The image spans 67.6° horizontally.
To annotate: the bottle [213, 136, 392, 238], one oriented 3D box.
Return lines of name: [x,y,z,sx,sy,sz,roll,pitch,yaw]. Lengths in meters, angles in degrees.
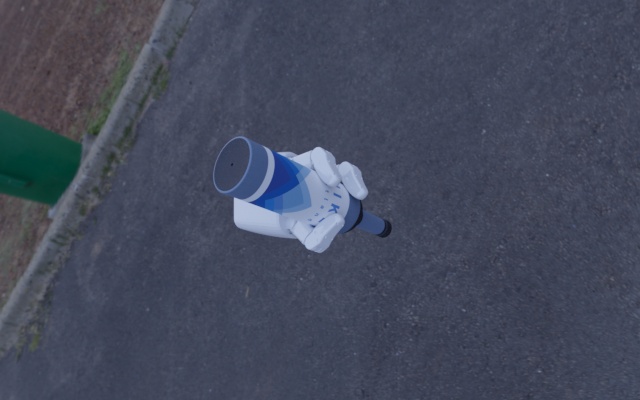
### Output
bottle: [0.000,0.002,0.625,0.069,0.069,0.296,0,-16,44]
